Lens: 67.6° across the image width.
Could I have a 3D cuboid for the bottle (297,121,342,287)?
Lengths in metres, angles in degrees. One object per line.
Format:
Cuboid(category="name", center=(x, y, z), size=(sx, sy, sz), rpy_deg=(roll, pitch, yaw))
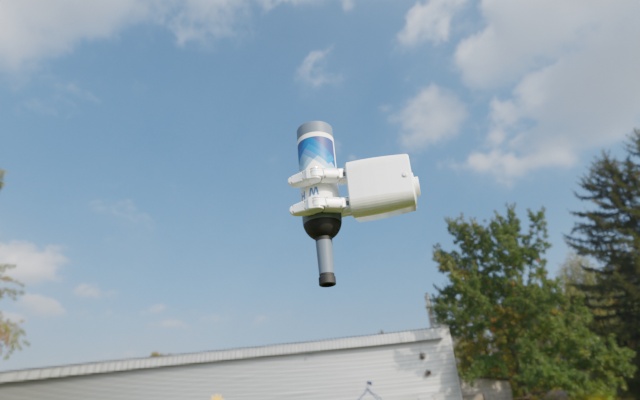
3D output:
Cuboid(category="bottle", center=(0.000, 0.002, 0.820), size=(0.069, 0.295, 0.069), rpy_deg=(-4, -26, -2))
